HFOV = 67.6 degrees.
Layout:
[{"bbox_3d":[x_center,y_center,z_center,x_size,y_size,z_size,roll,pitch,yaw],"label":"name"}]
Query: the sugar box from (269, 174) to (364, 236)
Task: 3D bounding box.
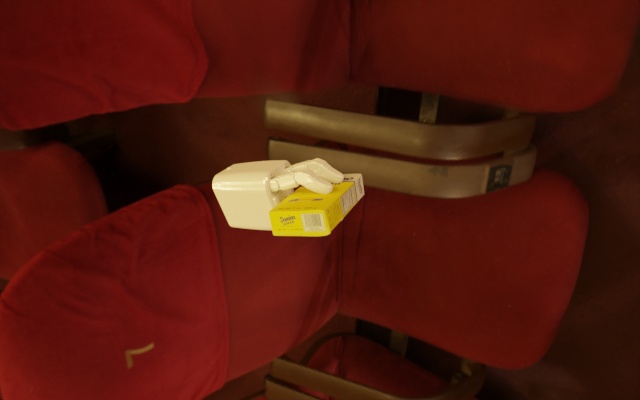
[{"bbox_3d":[0.000,0.002,0.760,0.093,0.048,0.176,-1,22,23],"label":"sugar box"}]
